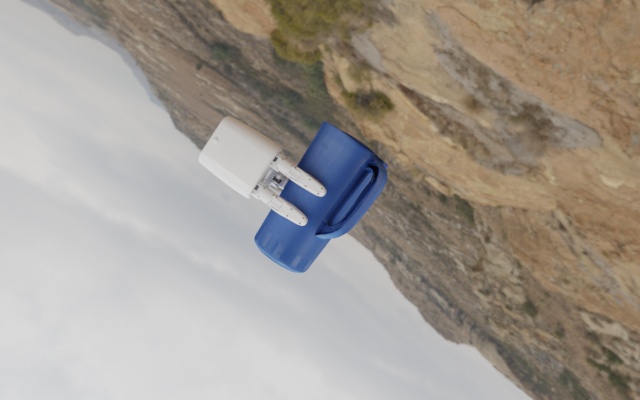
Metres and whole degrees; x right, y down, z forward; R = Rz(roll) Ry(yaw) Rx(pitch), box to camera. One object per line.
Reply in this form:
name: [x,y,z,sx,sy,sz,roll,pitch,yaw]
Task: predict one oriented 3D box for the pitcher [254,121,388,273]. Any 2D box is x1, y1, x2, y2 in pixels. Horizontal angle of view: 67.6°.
pitcher: [0.000,0.003,0.803,0.145,0.243,0.149,34,4,4]
